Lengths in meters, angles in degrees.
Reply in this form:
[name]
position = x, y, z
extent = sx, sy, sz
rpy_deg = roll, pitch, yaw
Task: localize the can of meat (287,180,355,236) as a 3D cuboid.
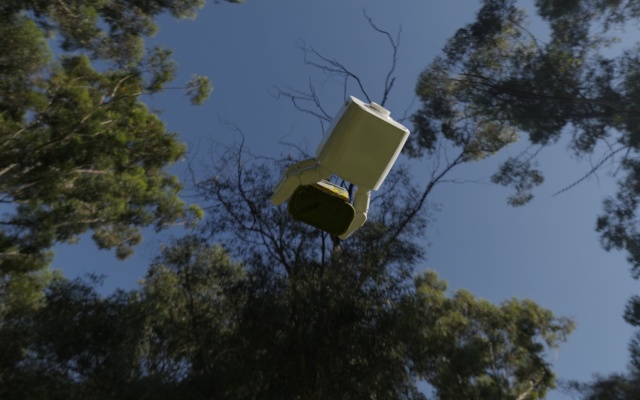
[can of meat]
position = 0.000, 0.002, 0.765
extent = 0.102, 0.057, 0.084
rpy_deg = 23, 18, -9
